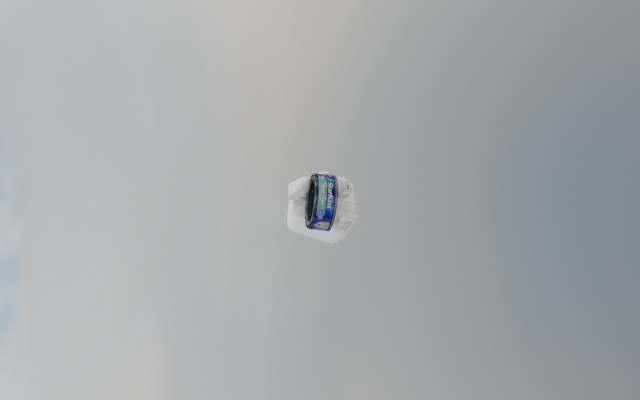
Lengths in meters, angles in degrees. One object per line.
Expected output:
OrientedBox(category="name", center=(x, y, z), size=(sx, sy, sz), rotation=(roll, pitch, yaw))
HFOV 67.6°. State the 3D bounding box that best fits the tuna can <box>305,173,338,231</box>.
OrientedBox(category="tuna can", center=(0.000, 0.002, 0.716), size=(0.034, 0.086, 0.086), rotation=(6, -1, -11))
